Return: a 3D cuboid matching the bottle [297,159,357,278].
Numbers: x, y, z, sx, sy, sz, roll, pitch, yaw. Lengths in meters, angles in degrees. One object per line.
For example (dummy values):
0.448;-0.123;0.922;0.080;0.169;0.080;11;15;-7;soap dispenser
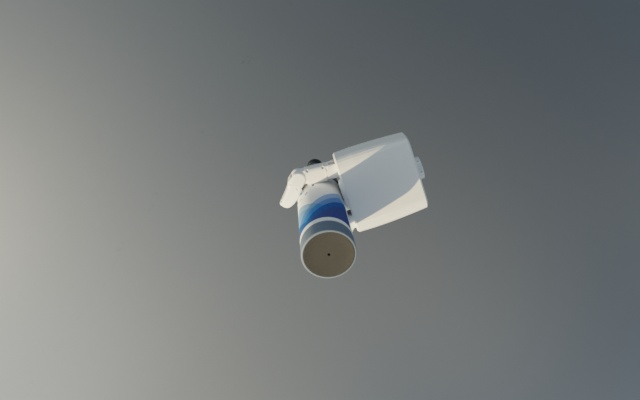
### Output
0.000;0.002;0.692;0.069;0.069;0.295;0;25;-4;bottle
